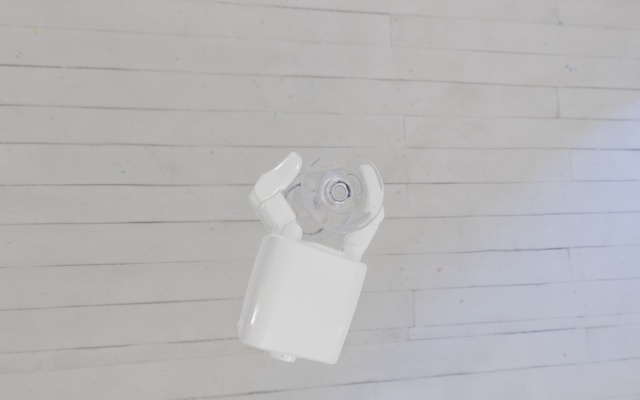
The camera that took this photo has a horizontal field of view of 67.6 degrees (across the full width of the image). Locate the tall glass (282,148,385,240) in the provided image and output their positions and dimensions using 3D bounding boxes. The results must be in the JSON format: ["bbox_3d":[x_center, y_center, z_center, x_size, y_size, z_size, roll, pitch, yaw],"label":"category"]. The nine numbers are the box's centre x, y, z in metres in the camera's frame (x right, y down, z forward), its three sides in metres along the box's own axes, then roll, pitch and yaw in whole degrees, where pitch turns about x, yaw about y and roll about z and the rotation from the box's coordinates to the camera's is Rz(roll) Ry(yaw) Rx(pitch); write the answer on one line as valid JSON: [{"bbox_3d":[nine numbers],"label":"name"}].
[{"bbox_3d":[0.000,0.001,0.505,0.079,0.079,0.201,0,-6,-11],"label":"tall glass"}]
